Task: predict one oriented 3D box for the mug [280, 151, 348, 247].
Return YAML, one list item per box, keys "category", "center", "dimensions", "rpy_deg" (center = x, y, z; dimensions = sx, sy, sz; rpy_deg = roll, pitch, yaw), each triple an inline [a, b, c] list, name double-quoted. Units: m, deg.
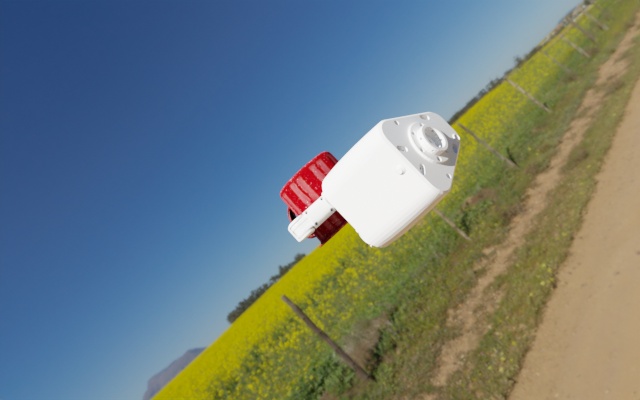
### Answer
- category: "mug"
  center: [-0.001, 0.002, 0.584]
  dimensions: [0.093, 0.081, 0.117]
  rpy_deg: [-39, -5, -47]
